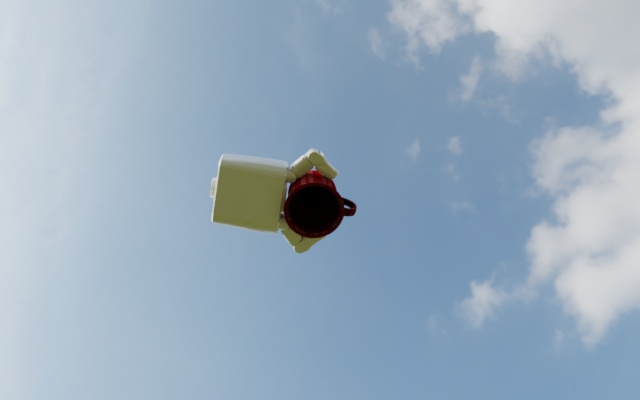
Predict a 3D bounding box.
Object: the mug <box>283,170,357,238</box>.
[{"bbox_3d":[0.002,0.003,0.762,0.117,0.093,0.081,7,21,-6],"label":"mug"}]
